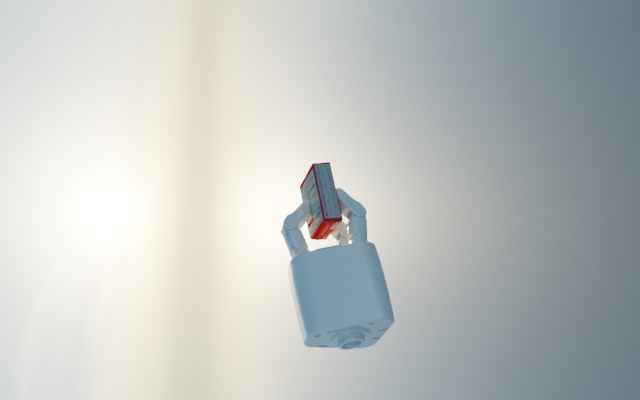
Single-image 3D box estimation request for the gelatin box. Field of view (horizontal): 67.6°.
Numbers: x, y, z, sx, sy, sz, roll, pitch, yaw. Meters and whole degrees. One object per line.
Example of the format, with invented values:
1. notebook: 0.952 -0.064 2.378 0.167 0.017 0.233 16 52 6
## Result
1. gelatin box: 0.000 0.002 0.670 0.030 0.089 0.073 -5 -23 -19
